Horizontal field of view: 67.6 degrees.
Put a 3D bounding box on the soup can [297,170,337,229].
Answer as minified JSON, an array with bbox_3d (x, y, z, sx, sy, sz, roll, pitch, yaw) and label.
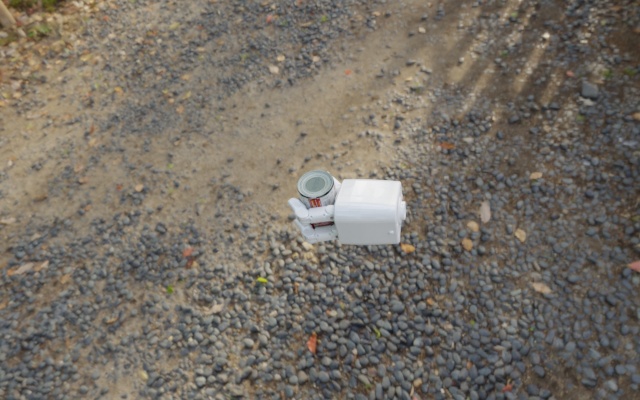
[{"bbox_3d":[0.000,0.003,0.866,0.068,0.068,0.102,0,-40,14],"label":"soup can"}]
